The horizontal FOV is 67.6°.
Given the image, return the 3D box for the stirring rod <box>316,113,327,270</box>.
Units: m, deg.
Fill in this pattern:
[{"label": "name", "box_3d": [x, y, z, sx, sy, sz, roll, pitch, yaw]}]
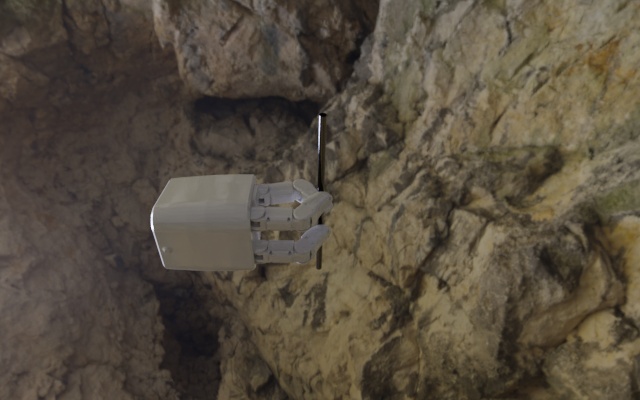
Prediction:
[{"label": "stirring rod", "box_3d": [0.000, 0.002, 0.566, 0.011, 0.240, 0.011, 1, 42, -1]}]
